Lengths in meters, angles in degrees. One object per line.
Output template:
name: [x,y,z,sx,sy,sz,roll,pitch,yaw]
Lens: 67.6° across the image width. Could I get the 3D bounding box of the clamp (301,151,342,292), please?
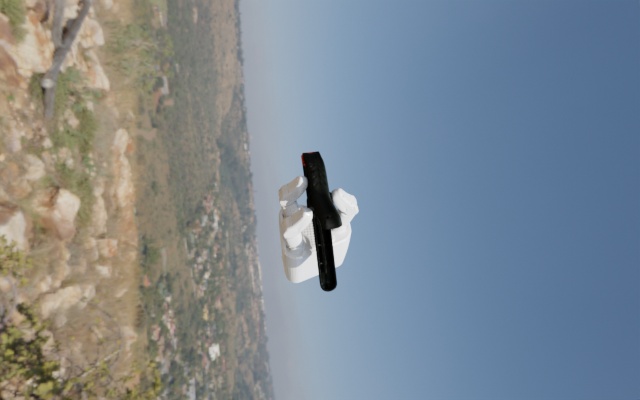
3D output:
clamp: [0.001,0.002,0.675,0.036,0.209,0.165,-6,-32,-7]
